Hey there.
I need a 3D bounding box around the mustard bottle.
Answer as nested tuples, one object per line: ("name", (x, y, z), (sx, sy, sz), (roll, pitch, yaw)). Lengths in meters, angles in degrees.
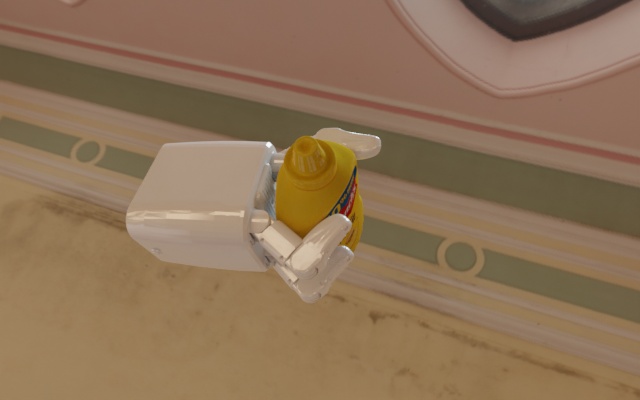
("mustard bottle", (0.000, 0.002, 0.431), (0.058, 0.096, 0.192), (26, -20, 19))
